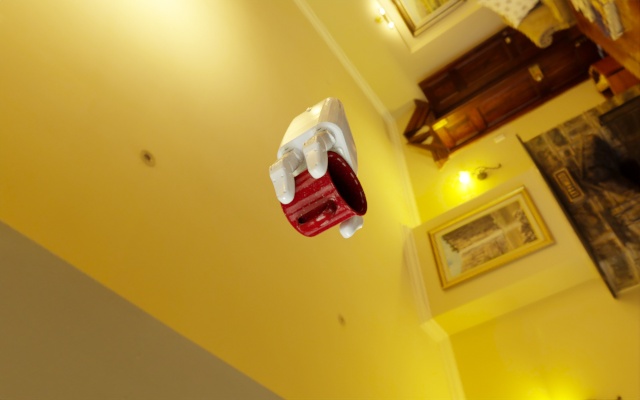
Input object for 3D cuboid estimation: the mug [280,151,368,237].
[{"bbox_3d":[0.000,0.003,0.604,0.081,0.093,0.117,-30,24,24],"label":"mug"}]
